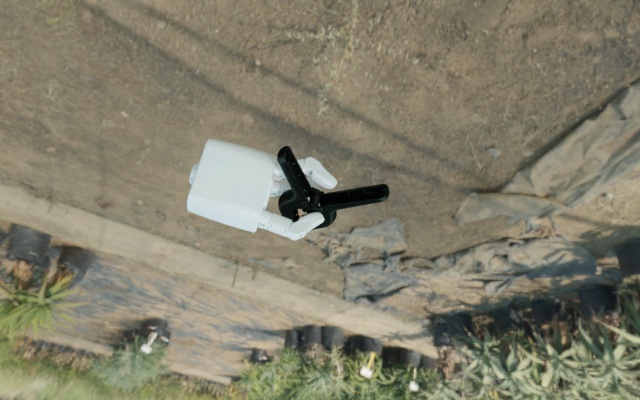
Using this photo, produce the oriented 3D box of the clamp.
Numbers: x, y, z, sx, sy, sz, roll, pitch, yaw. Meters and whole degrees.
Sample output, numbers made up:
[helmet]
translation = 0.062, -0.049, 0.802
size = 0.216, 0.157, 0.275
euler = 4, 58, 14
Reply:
[clamp]
translation = 0.000, 0.003, 0.726
size = 0.164, 0.036, 0.210
euler = 18, -30, -5
